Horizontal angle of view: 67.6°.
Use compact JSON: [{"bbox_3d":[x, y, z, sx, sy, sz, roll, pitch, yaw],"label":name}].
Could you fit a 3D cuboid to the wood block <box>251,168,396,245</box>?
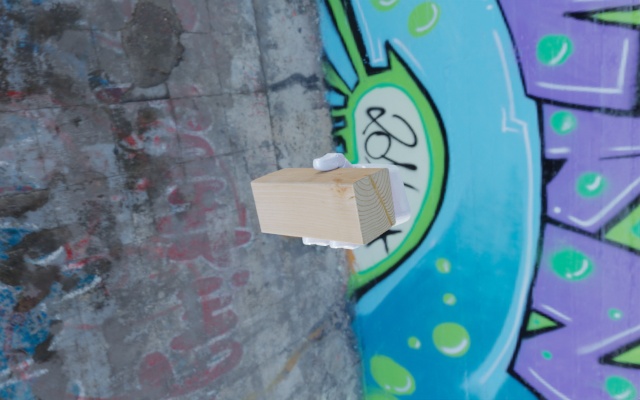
[{"bbox_3d":[0.000,0.002,0.736,0.206,0.091,0.090,3,19,41],"label":"wood block"}]
